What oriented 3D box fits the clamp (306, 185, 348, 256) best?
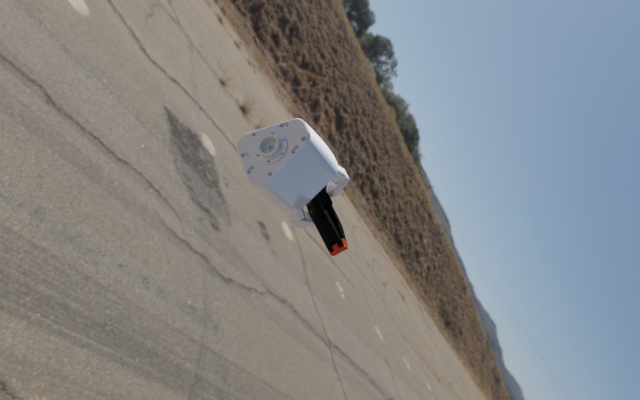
[{"bbox_3d":[0.001,0.003,0.798,0.036,0.210,0.165,-30,-29,11],"label":"clamp"}]
